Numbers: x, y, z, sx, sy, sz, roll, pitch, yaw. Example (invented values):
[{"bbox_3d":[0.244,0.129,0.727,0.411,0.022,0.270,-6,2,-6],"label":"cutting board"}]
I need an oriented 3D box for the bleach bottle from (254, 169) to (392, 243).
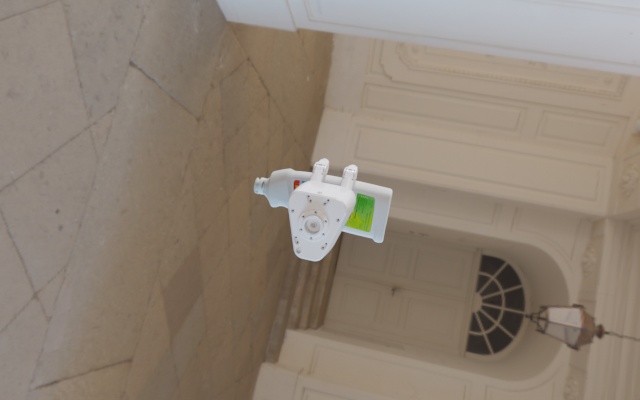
[{"bbox_3d":[0.000,0.003,0.880,0.251,0.102,0.068,11,11,8],"label":"bleach bottle"}]
